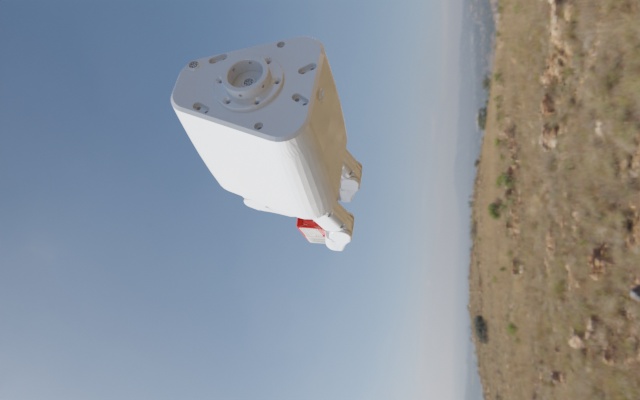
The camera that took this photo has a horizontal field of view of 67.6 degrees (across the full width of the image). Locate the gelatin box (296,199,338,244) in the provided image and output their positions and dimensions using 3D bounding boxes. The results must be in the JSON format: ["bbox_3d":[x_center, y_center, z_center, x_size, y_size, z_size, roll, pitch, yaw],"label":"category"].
[{"bbox_3d":[0.000,0.002,0.494,0.030,0.073,0.089,5,-14,9],"label":"gelatin box"}]
